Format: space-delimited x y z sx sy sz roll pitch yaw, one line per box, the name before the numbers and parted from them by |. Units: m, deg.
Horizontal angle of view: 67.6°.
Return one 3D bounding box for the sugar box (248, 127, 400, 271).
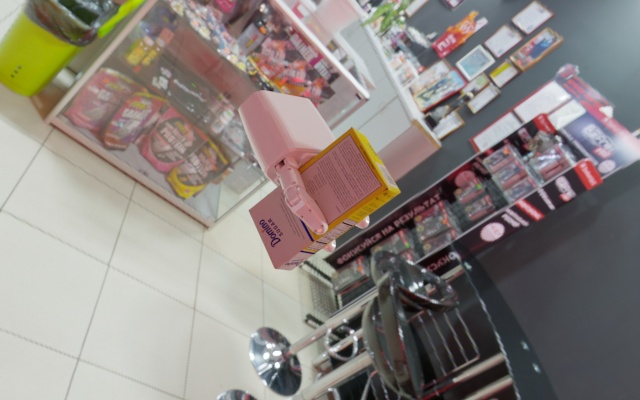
sugar box | 0.000 0.002 0.590 0.176 0.093 0.048 -38 -27 21
